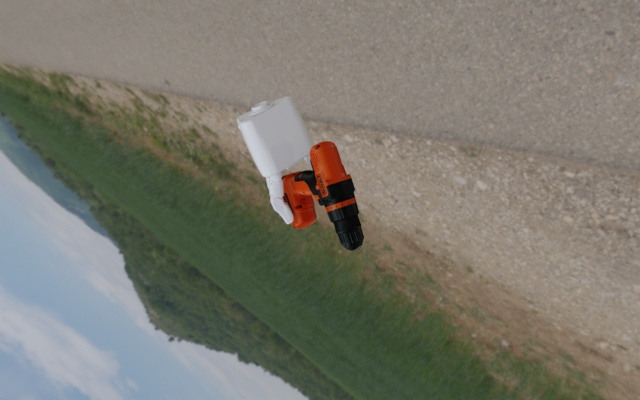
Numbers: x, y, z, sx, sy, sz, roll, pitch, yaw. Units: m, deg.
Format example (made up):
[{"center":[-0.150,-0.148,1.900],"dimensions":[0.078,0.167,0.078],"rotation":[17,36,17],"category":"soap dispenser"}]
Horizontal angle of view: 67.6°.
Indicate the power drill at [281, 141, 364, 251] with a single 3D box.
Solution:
[{"center":[0.000,0.003,0.839],"dimensions":[0.057,0.184,0.188],"rotation":[-16,-1,-29],"category":"power drill"}]
